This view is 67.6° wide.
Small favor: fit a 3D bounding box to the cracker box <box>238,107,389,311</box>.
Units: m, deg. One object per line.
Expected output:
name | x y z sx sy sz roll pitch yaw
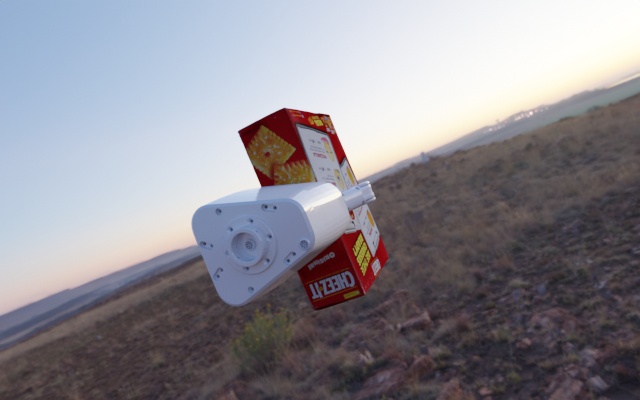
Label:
cracker box | 0.000 0.002 0.577 0.072 0.213 0.164 -22 0 19
